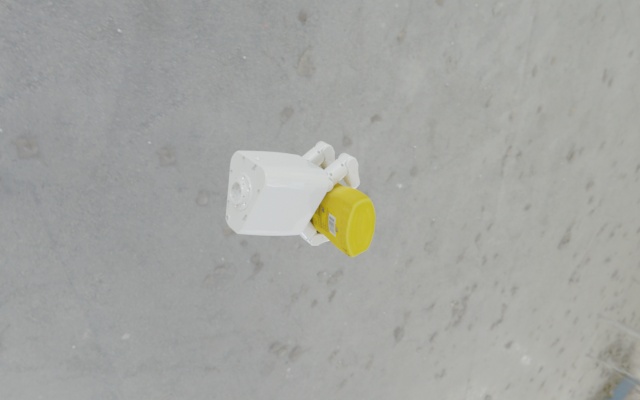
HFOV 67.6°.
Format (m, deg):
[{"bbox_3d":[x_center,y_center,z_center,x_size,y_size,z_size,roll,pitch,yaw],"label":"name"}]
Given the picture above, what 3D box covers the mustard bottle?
[{"bbox_3d":[0.001,0.002,0.734,0.058,0.096,0.191,-24,38,-30],"label":"mustard bottle"}]
